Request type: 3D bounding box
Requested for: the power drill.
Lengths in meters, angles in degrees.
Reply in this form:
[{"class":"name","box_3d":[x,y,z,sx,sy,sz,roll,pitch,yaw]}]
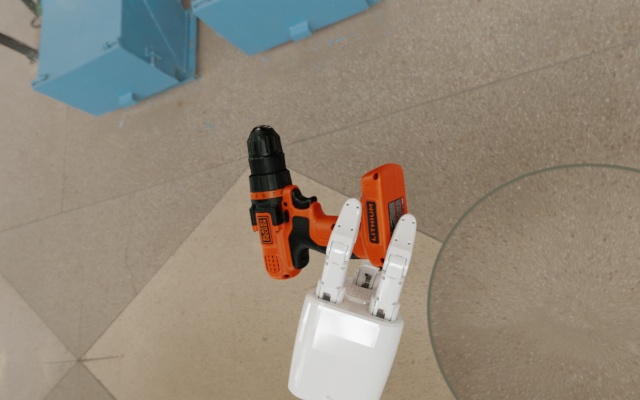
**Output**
[{"class":"power drill","box_3d":[0.000,0.002,0.527,0.187,0.184,0.057,-1,14,37]}]
